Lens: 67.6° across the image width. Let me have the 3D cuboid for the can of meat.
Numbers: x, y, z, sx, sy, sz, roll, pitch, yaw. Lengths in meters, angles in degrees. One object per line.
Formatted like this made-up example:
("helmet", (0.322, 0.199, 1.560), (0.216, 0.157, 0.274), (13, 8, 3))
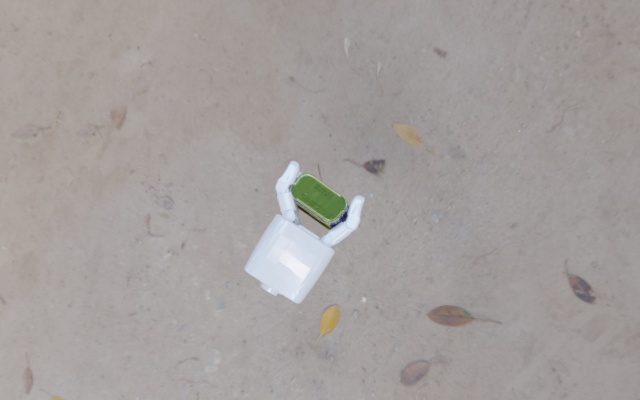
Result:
("can of meat", (0.000, 0.003, 0.814), (0.102, 0.057, 0.084), (35, -6, 11))
